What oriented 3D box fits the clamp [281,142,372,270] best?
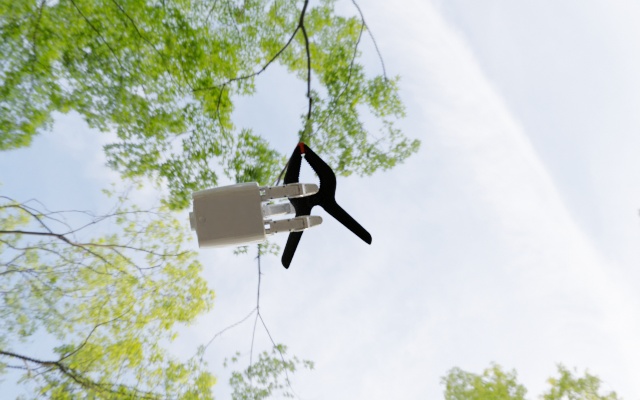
[{"bbox_3d":[0.000,0.002,0.825,0.164,0.210,0.036,-8,-2,-14],"label":"clamp"}]
